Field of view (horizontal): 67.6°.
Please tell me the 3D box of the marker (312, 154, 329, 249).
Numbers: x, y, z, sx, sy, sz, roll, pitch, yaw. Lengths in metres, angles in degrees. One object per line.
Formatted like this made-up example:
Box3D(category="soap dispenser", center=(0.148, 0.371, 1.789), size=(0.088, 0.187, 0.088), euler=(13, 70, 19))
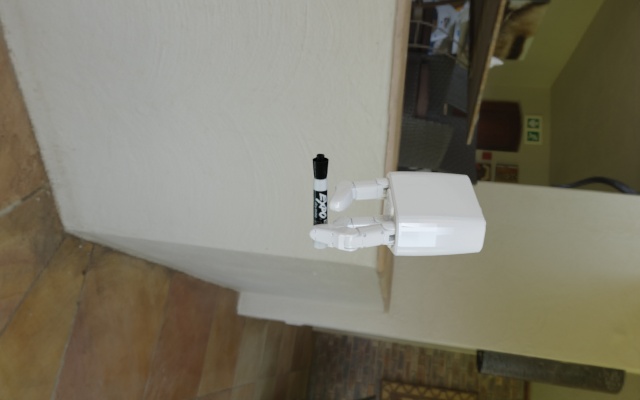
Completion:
Box3D(category="marker", center=(0.000, 0.002, 0.571), size=(0.020, 0.121, 0.020), euler=(0, 26, 0))
